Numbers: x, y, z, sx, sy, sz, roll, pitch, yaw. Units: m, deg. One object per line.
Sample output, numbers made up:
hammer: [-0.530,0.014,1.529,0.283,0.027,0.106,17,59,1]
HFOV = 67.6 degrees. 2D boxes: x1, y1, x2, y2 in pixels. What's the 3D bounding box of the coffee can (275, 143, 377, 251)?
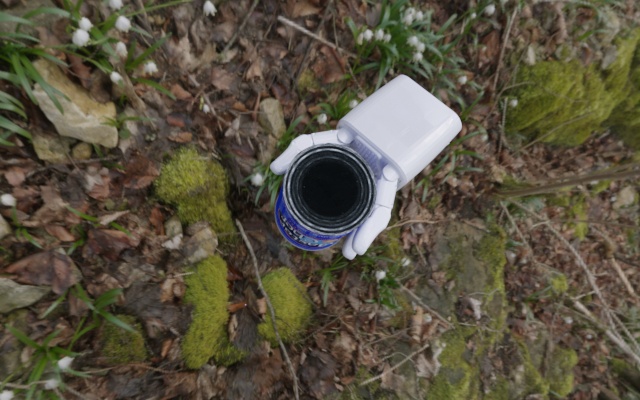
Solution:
coffee can: [0.000,0.002,0.575,0.103,0.102,0.140,0,-12,-9]
